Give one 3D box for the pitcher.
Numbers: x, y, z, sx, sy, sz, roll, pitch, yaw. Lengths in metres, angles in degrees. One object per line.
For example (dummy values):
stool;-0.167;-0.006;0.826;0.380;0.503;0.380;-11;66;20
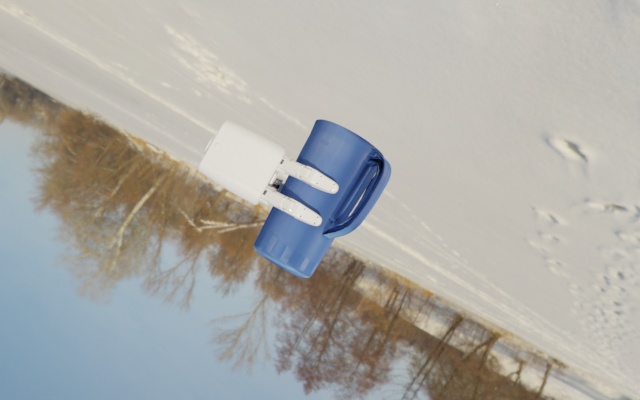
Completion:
pitcher;0.000;0.002;0.779;0.145;0.243;0.149;29;-5;-3
